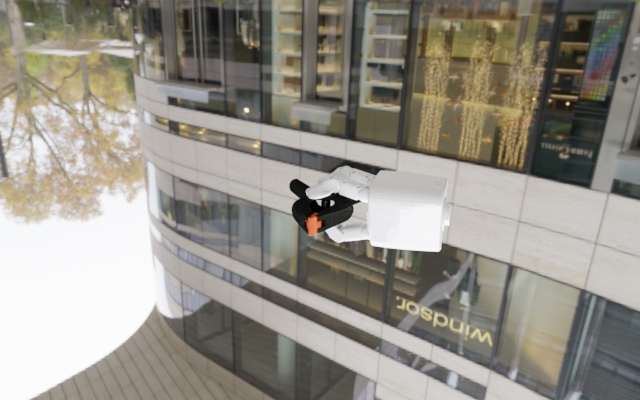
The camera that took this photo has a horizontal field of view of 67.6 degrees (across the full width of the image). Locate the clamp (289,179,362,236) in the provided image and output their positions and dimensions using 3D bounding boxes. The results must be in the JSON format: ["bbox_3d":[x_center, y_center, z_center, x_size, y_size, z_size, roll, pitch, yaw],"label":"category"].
[{"bbox_3d":[0.000,0.003,0.763,0.164,0.036,0.210,3,19,18],"label":"clamp"}]
